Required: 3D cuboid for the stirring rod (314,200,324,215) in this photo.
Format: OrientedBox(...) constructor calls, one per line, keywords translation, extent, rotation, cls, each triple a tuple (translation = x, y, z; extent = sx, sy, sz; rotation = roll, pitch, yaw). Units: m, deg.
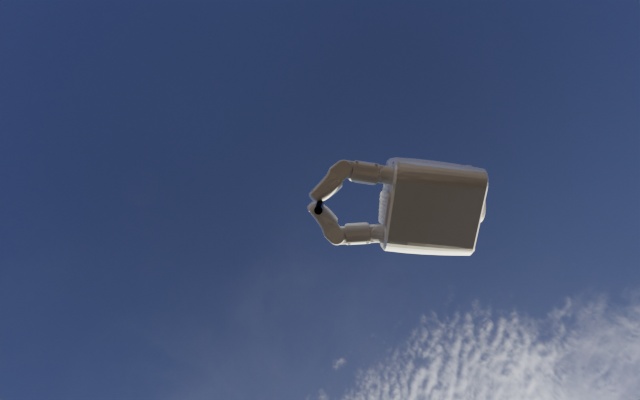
OrientedBox(translation=(0.000, 0.002, 0.567), extent=(0.011, 0.011, 0.239), rotation=(0, 4, 1), cls="stirring rod")
